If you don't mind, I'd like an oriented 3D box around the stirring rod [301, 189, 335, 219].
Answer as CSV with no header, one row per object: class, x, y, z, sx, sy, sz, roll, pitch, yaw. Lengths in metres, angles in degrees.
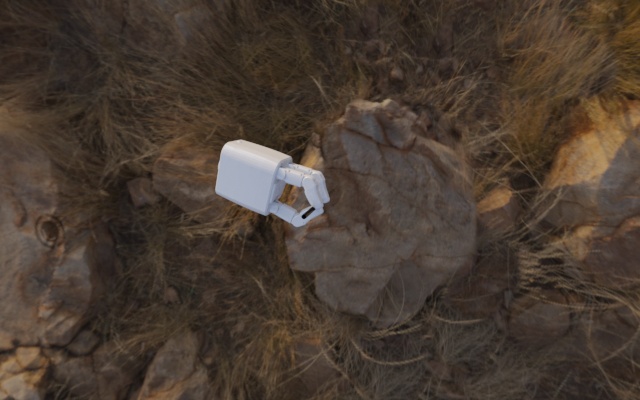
stirring rod,0.000,0.003,0.875,0.011,0.011,0.239,0,11,13
